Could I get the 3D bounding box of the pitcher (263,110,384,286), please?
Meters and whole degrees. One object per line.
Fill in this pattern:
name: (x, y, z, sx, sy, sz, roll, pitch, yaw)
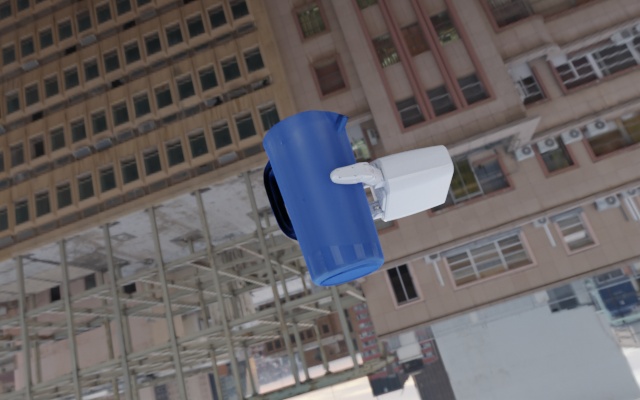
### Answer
pitcher: (0.000, 0.002, 0.719, 0.145, 0.242, 0.149, -15, -19, -8)
